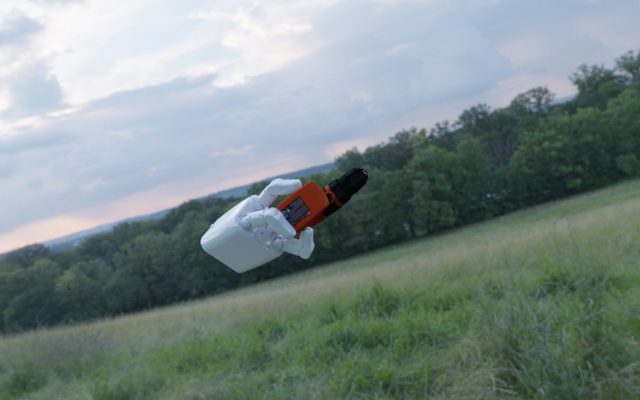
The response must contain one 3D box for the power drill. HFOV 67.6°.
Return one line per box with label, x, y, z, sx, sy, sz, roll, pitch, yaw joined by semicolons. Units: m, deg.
power drill;0.000;0.003;0.876;0.184;0.057;0.187;-40;-9;14
